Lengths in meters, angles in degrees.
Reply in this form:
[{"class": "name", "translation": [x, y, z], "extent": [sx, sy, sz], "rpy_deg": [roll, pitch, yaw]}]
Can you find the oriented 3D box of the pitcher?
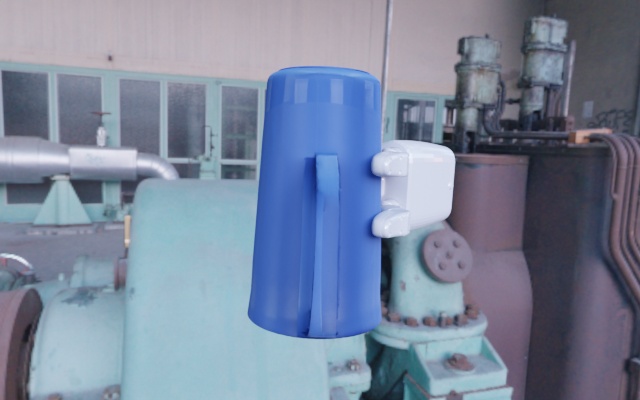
[{"class": "pitcher", "translation": [0.000, 0.001, 0.455], "extent": [0.149, 0.243, 0.145], "rpy_deg": [8, 9, 42]}]
